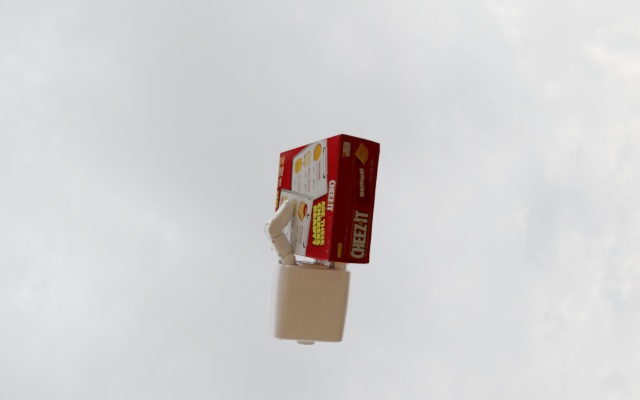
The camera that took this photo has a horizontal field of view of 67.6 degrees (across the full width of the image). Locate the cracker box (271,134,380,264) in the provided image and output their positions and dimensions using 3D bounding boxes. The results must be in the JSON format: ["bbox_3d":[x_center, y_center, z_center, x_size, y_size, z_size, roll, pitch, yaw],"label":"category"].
[{"bbox_3d":[0.000,0.002,0.702,0.072,0.164,0.213,7,-4,-26],"label":"cracker box"}]
